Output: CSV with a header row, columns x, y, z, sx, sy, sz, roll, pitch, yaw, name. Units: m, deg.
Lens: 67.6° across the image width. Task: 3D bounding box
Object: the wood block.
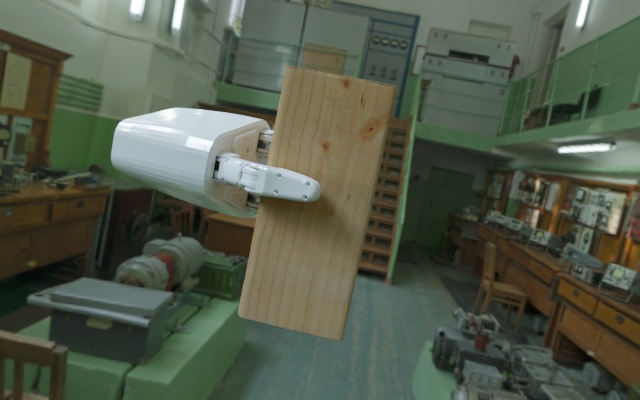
x,y,z,sx,sy,sz,roll,pitch,yaw,name
0.000,0.001,0.418,0.090,0.206,0.091,12,6,5,wood block
